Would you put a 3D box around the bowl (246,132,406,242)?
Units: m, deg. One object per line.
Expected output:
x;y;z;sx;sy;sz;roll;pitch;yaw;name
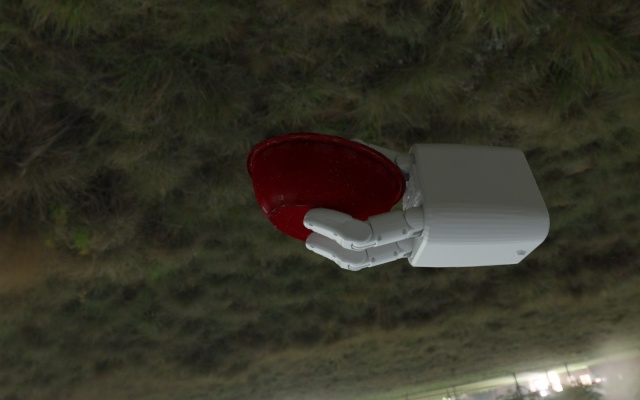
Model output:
-0.001;0.002;0.469;0.162;0.055;0.162;9;-26;4;bowl
